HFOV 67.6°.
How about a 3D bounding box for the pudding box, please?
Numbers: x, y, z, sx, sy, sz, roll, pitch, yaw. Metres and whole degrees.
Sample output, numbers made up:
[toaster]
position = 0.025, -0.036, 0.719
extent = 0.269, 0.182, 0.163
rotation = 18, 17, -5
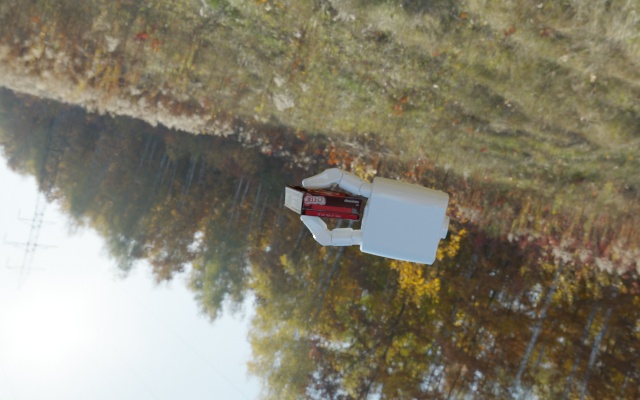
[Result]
[pudding box]
position = 0.000, 0.003, 0.714
extent = 0.090, 0.039, 0.113
rotation = 7, 2, -18
